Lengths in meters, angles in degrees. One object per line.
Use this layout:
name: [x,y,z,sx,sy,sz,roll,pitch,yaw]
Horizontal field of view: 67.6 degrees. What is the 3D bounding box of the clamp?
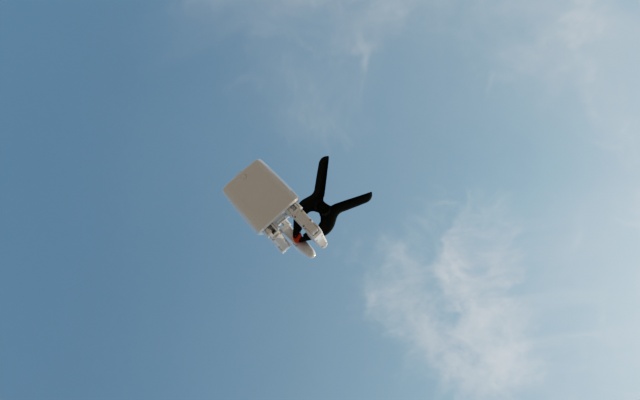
clamp: [0.000,0.003,0.894,0.171,0.120,0.039,-42,-6,-11]
